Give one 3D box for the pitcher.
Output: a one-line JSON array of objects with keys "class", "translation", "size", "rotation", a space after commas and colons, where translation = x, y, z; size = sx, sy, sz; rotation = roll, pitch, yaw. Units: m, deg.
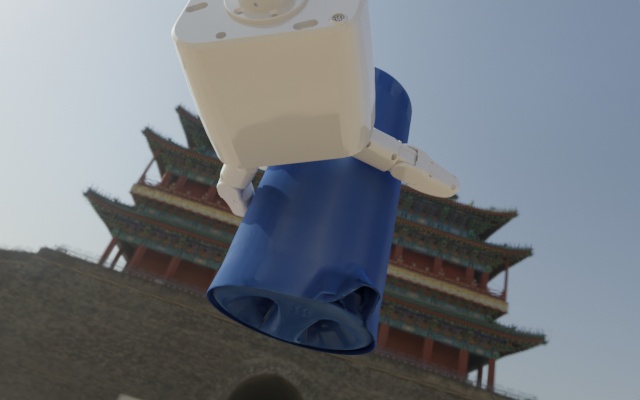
[{"class": "pitcher", "translation": [0.000, 0.001, 0.425], "size": [0.149, 0.242, 0.145], "rotation": [10, -31, 13]}]
